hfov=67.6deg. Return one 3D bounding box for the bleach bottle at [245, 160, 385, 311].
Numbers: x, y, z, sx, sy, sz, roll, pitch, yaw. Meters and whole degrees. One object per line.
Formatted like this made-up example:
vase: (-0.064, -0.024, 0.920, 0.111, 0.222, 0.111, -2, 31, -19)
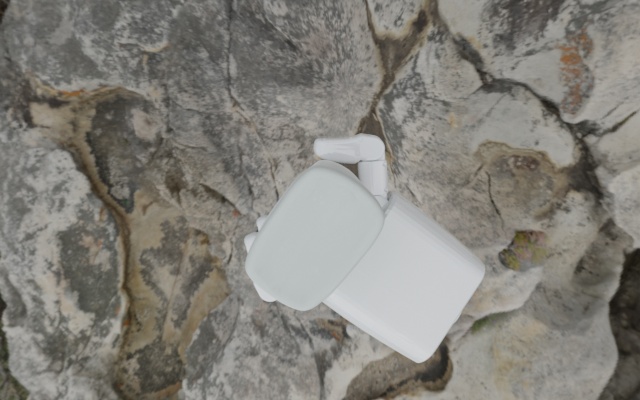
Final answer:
bleach bottle: (0.000, 0.001, 0.433, 0.068, 0.102, 0.250, 36, 12, -5)
